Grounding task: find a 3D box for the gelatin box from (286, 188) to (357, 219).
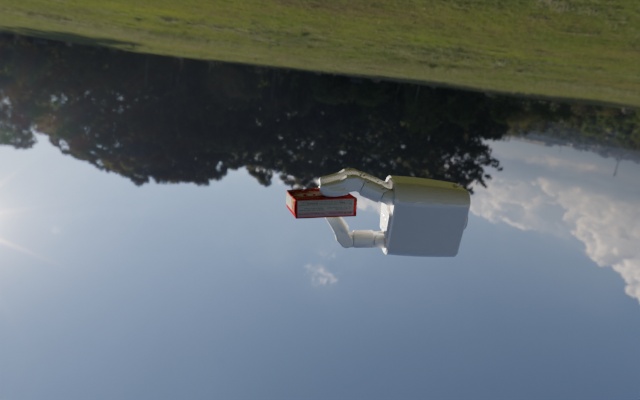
[{"bbox_3d":[0.000,0.003,0.685,0.089,0.030,0.073,-3,13,-13],"label":"gelatin box"}]
